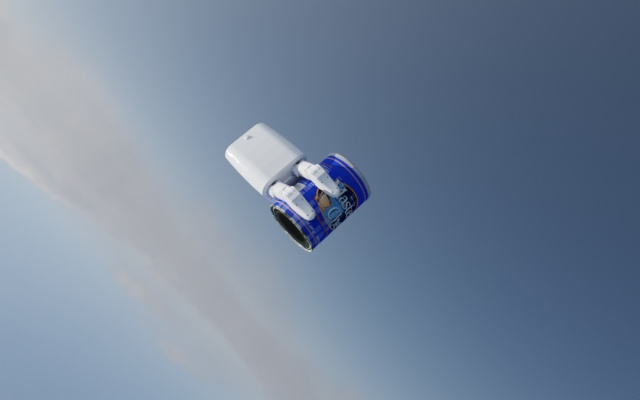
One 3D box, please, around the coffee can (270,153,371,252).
[{"bbox_3d":[0.000,0.003,0.804,0.140,0.103,0.103,-42,14,-17],"label":"coffee can"}]
